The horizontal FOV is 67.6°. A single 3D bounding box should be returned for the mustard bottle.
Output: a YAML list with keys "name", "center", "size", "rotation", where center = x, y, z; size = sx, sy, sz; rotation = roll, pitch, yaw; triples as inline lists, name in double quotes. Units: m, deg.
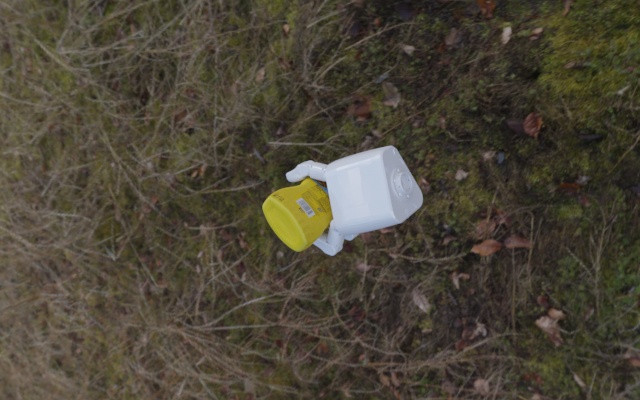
- name: "mustard bottle"
  center: [0.000, 0.003, 0.779]
  size: [0.191, 0.096, 0.058]
  rotation: [-31, -12, -46]
